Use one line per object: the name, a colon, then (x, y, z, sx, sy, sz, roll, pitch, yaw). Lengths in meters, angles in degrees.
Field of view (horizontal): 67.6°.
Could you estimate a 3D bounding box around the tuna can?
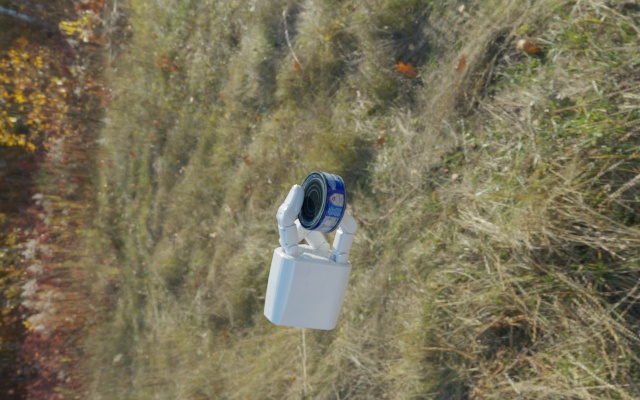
tuna can: (0.000, 0.002, 0.679, 0.034, 0.086, 0.086, 11, -6, -30)
